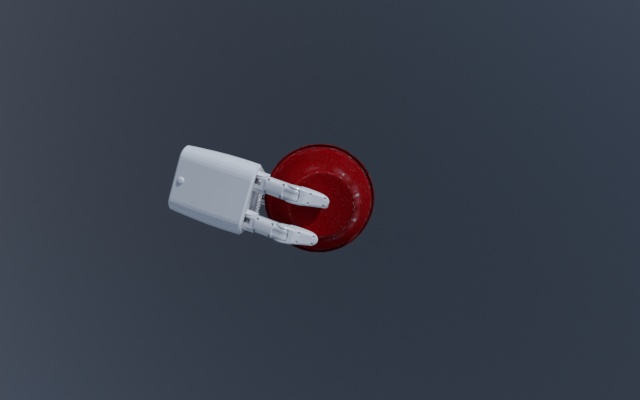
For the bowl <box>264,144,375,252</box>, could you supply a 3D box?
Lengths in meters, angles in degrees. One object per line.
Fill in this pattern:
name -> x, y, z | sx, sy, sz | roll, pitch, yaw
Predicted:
bowl -> 0.001, 0.002, 0.675 | 0.162, 0.162, 0.055 | 0, 10, -3
